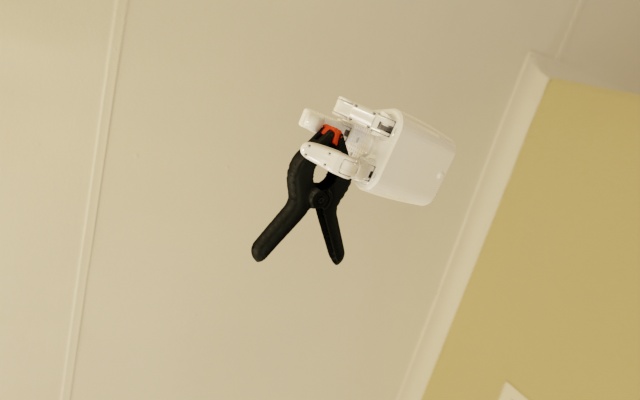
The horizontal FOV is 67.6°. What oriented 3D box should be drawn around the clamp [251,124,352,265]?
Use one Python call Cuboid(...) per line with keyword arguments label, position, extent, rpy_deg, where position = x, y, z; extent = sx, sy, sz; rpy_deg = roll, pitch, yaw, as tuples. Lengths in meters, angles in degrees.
Cuboid(label="clamp", position=(0.000, 0.001, 0.552), extent=(0.120, 0.171, 0.039), rpy_deg=(15, 14, -39))
